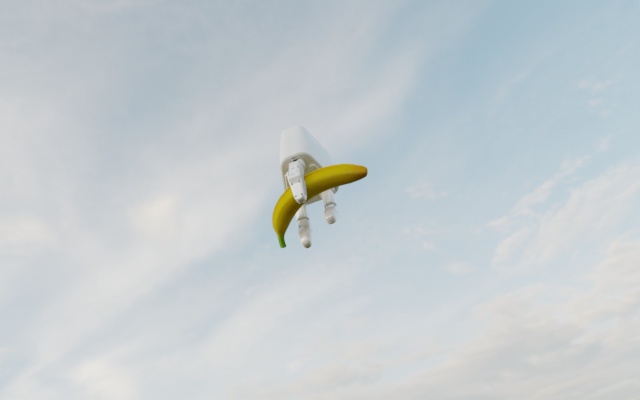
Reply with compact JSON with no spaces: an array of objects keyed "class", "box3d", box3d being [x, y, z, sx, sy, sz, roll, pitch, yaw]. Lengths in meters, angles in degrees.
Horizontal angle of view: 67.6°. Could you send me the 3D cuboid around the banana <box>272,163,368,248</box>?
[{"class":"banana","box3d":[-0.015,-0.008,0.778,0.198,0.069,0.037,-41,14,18]}]
